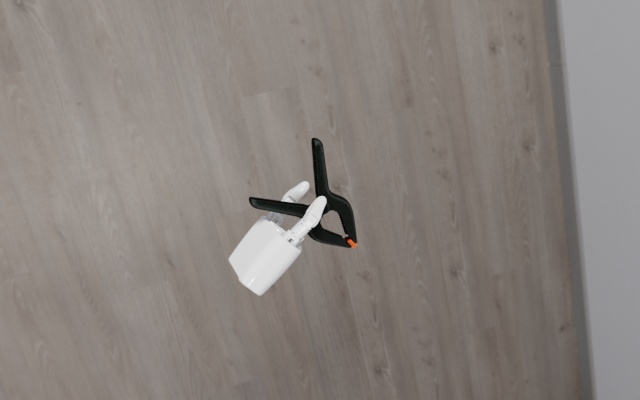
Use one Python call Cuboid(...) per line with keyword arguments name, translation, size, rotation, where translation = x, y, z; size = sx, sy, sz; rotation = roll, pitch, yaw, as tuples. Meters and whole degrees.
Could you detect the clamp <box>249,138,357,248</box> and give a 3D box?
Cuboid(name="clamp", translation=(0.001, 0.004, 0.859), size=(0.210, 0.164, 0.036), rotation=(40, 2, -19))
